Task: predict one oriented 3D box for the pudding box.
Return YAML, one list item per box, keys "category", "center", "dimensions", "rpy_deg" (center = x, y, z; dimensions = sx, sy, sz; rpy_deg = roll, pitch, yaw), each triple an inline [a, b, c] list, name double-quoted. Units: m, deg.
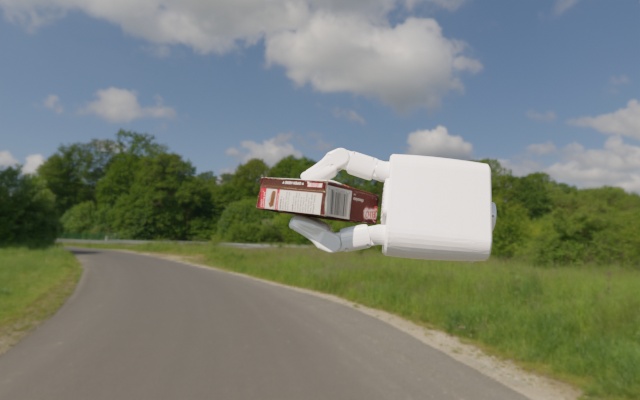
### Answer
- category: "pudding box"
  center: [0.000, 0.002, 0.527]
  dimensions: [0.090, 0.039, 0.113]
  rpy_deg: [4, -6, 34]
